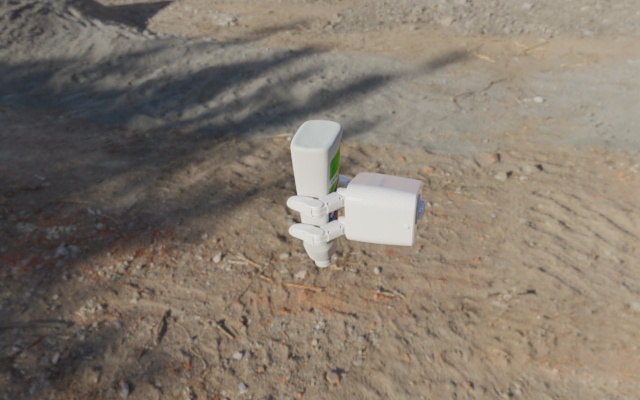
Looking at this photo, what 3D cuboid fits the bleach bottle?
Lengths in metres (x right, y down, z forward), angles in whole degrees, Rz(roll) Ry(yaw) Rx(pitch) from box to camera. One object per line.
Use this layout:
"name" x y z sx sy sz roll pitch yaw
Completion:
"bleach bottle" 0.000 0.003 0.786 0.068 0.251 0.102 7 37 15
